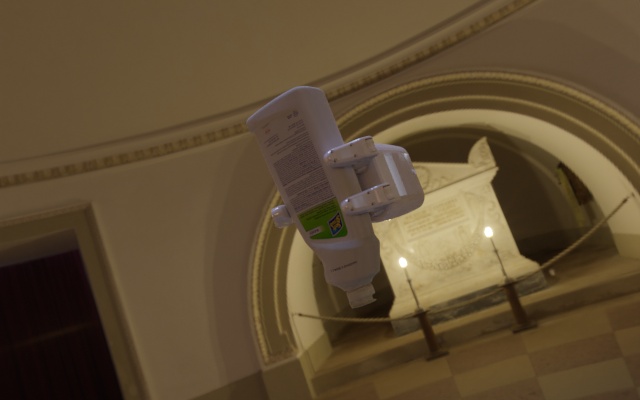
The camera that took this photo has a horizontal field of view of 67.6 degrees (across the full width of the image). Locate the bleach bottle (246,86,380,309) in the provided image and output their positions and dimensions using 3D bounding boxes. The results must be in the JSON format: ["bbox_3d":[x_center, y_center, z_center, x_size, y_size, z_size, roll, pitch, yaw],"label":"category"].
[{"bbox_3d":[0.000,0.002,0.553,0.102,0.251,0.068,-26,-10,36],"label":"bleach bottle"}]
